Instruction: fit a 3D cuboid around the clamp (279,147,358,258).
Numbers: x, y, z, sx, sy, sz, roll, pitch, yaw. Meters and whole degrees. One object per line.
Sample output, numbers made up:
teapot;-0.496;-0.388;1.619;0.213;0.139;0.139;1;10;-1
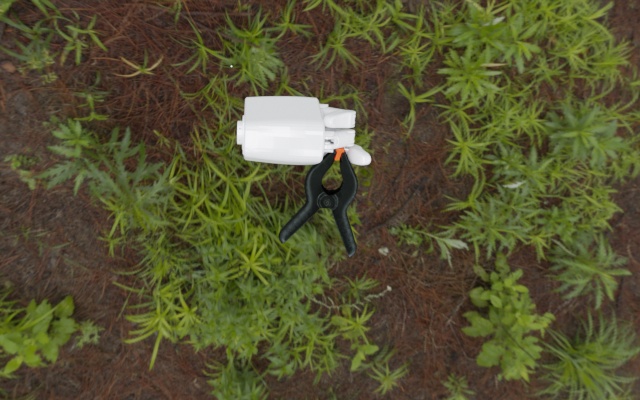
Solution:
clamp;0.000;0.002;0.711;0.120;0.171;0.039;2;15;-6
